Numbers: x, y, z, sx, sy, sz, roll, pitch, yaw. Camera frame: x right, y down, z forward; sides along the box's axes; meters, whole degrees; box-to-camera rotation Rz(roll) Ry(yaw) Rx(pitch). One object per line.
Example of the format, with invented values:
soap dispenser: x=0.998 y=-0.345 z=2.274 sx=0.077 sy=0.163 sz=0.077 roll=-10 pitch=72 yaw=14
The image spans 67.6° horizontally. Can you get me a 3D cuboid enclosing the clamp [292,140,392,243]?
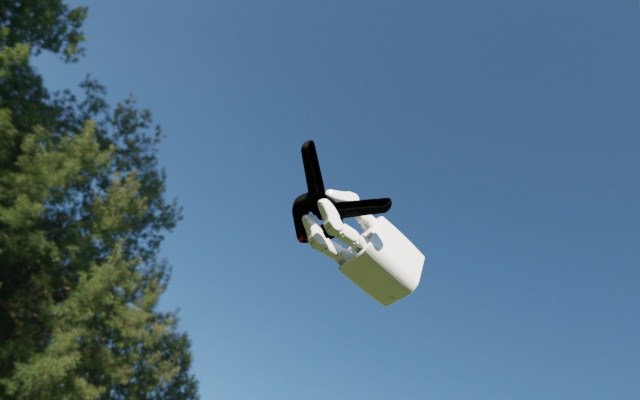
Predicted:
clamp: x=0.000 y=0.003 z=0.793 sx=0.036 sy=0.164 sz=0.210 roll=-50 pitch=4 yaw=-42
